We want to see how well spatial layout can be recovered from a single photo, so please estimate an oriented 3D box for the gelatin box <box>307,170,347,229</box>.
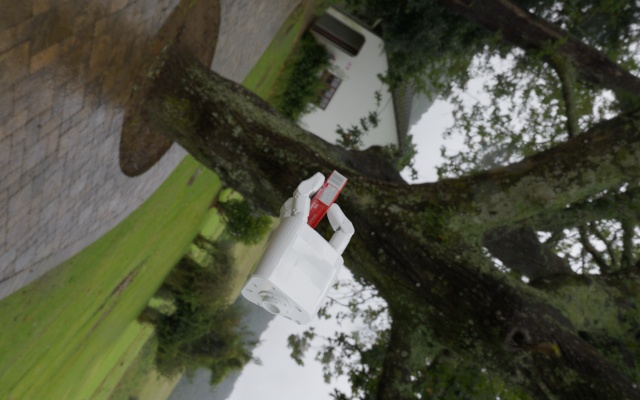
[{"bbox_3d":[0.001,0.003,0.756,0.030,0.073,0.089,36,41,-2],"label":"gelatin box"}]
